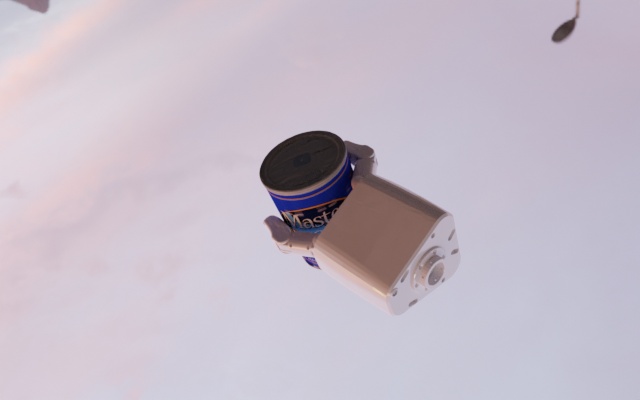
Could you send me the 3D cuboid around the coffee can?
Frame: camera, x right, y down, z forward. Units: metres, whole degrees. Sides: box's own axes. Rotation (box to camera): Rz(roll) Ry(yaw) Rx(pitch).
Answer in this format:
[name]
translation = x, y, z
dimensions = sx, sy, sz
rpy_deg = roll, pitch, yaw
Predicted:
[coffee can]
translation = 0.000, 0.002, 0.577
dimensions = 0.103, 0.102, 0.140
rpy_deg = 0, -44, 25
